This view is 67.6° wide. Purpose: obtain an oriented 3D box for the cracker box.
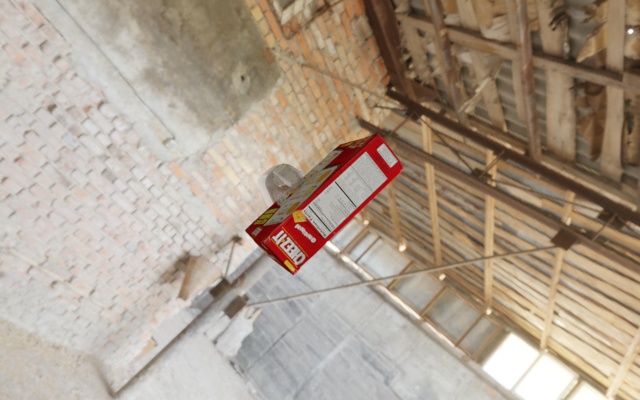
[{"bbox_3d":[0.000,0.002,0.697,0.213,0.072,0.164,-43,12,-11],"label":"cracker box"}]
